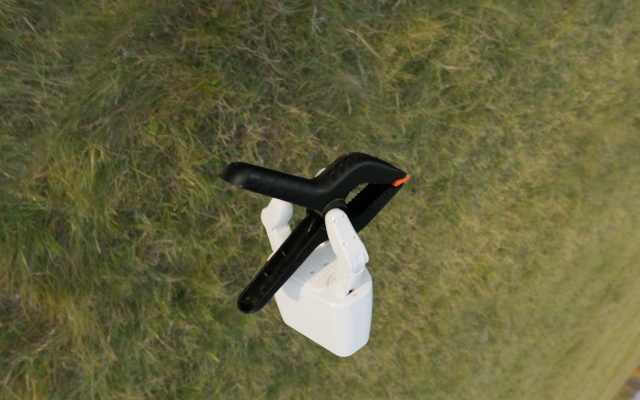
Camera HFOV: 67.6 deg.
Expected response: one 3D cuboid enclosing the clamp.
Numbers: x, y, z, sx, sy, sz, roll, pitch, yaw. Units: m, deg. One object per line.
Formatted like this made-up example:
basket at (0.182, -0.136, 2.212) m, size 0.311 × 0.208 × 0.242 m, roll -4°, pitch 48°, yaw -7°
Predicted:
clamp at (0.001, 0.002, 0.448) m, size 0.210 × 0.165 × 0.036 m, roll -30°, pitch 47°, yaw -24°
